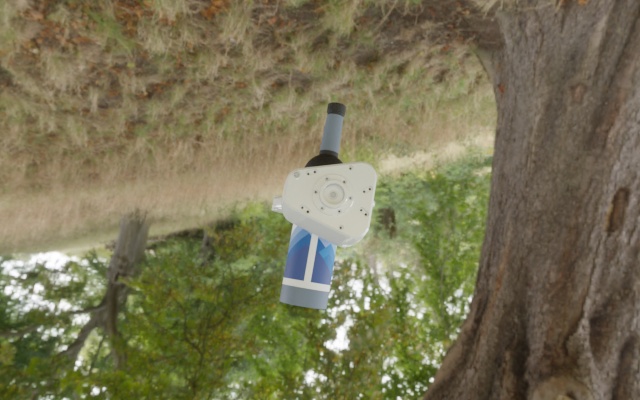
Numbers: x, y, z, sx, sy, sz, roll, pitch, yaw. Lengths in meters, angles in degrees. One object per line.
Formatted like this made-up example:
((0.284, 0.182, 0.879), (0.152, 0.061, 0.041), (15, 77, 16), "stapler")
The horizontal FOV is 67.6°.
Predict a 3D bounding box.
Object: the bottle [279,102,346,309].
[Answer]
((0.000, 0.003, 0.686), (0.069, 0.295, 0.069), (9, -9, 2), "bottle")
